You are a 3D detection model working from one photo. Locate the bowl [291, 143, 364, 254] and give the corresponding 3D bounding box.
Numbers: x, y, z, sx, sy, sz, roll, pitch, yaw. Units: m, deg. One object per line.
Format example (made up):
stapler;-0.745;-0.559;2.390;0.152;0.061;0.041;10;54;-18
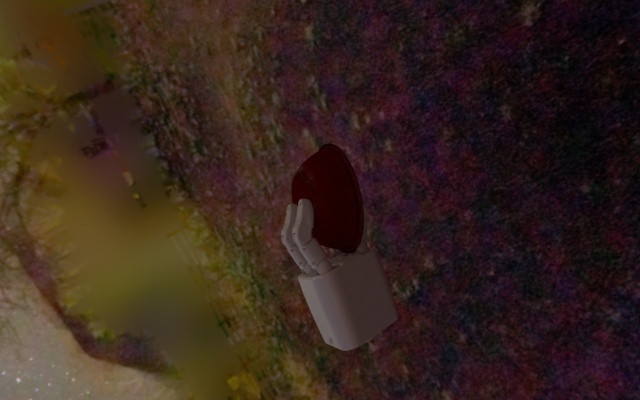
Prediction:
bowl;-0.001;0.001;0.678;0.055;0.162;0.162;-11;4;-21
